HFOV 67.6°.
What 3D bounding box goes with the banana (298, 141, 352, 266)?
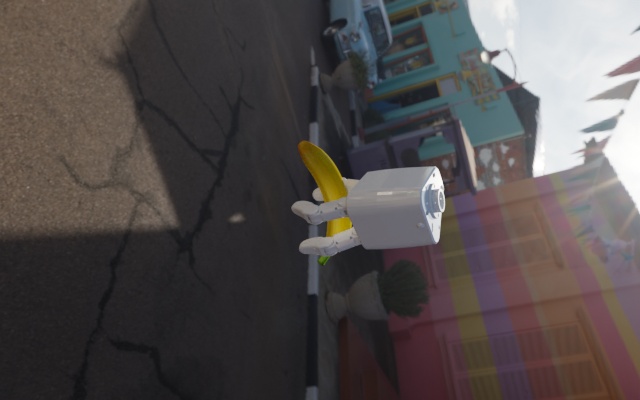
[{"bbox_3d":[0.013,-0.001,0.724,0.037,0.198,0.069,6,24,43],"label":"banana"}]
